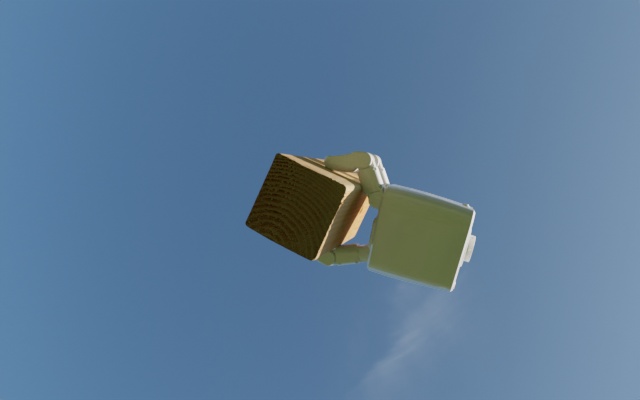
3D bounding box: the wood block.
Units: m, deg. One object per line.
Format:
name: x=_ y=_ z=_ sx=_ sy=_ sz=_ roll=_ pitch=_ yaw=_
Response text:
wood block: x=0.000 y=0.002 z=0.604 sx=0.090 sy=0.091 sz=0.206 roll=27 pitch=9 yaw=13
